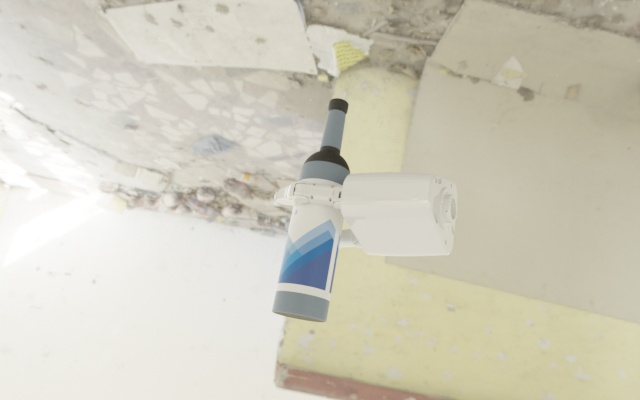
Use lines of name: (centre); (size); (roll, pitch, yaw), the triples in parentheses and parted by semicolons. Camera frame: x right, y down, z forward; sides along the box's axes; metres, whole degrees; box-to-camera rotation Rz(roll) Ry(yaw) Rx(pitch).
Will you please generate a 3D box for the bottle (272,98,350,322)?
bottle: (0.000, 0.002, 0.616); (0.069, 0.295, 0.069); (10, -18, 3)
